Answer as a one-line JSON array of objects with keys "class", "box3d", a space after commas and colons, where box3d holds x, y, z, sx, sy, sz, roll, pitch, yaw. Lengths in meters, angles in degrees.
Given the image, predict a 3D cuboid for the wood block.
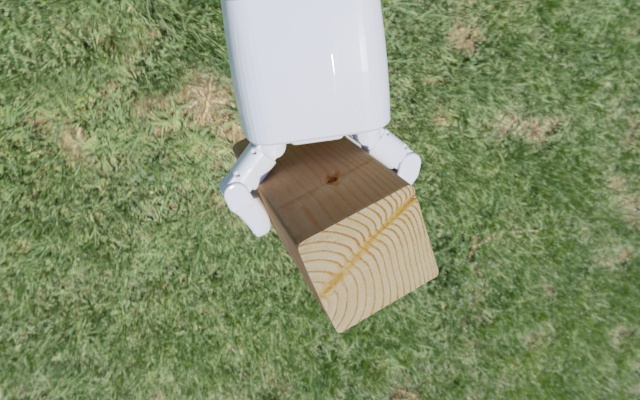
[{"class": "wood block", "box3d": [0.000, 0.001, 0.417, 0.091, 0.090, 0.206, -28, 32, -8]}]
